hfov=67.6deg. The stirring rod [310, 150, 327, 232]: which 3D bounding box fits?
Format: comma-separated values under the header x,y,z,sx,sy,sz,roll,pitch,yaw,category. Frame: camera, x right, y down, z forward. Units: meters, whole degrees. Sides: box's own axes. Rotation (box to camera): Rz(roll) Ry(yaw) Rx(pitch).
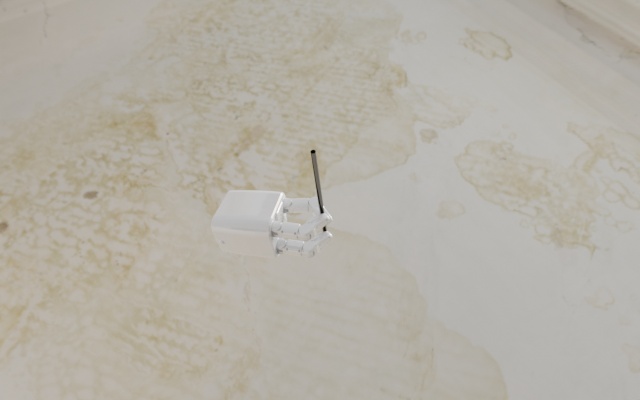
x,y,z,sx,sy,sz,roll,pitch,yaw,category
0.000,0.002,0.786,0.011,0.011,0.240,0,-38,7,stirring rod
